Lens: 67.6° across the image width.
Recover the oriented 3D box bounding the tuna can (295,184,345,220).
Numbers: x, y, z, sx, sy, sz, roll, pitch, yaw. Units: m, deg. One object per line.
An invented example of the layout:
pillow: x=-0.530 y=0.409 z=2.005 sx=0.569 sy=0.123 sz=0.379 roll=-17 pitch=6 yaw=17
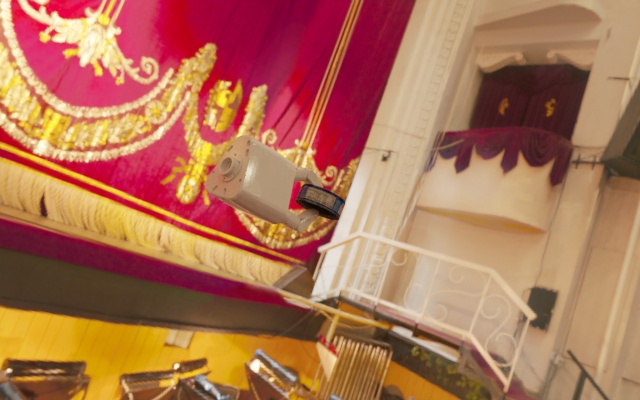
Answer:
tuna can: x=0.000 y=0.002 z=0.852 sx=0.086 sy=0.033 sz=0.086 roll=22 pitch=-12 yaw=5
